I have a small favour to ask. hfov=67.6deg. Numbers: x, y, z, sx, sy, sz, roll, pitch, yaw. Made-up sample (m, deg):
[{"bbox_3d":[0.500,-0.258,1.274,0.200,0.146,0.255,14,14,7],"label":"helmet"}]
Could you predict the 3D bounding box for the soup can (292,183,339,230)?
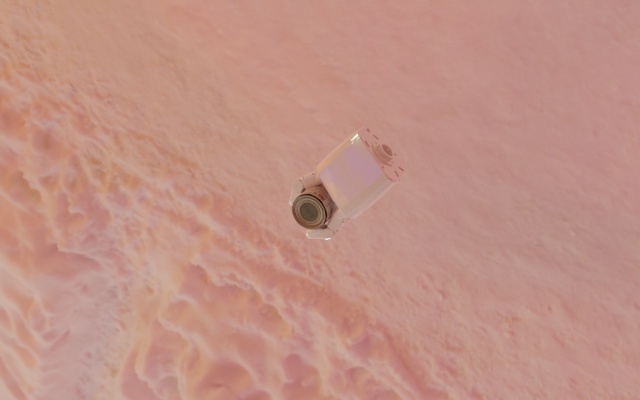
[{"bbox_3d":[0.000,0.003,0.859,0.068,0.068,0.102,0,21,26],"label":"soup can"}]
